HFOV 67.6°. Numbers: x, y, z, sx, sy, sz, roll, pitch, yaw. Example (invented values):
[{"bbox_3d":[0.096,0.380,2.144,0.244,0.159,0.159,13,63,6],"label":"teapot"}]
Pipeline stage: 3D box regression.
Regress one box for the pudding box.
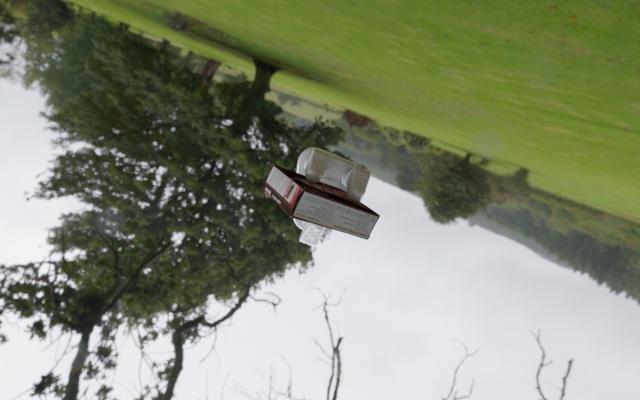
[{"bbox_3d":[0.000,0.002,0.559,0.113,0.039,0.090,16,11,-32],"label":"pudding box"}]
